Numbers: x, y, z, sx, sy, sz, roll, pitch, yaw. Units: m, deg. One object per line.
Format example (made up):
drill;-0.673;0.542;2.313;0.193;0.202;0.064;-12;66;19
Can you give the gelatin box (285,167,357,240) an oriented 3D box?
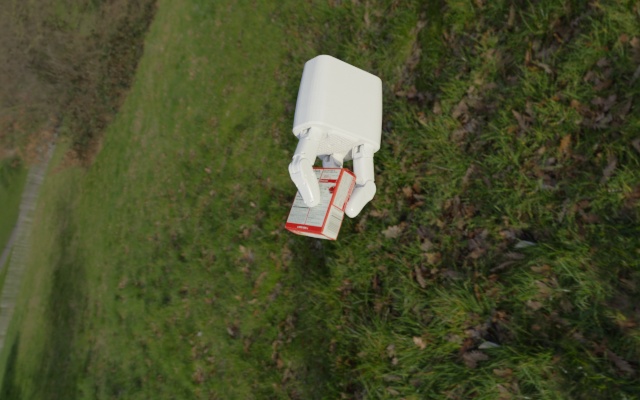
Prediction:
gelatin box;0.000;0.002;0.608;0.073;0.089;0.030;5;-19;48
